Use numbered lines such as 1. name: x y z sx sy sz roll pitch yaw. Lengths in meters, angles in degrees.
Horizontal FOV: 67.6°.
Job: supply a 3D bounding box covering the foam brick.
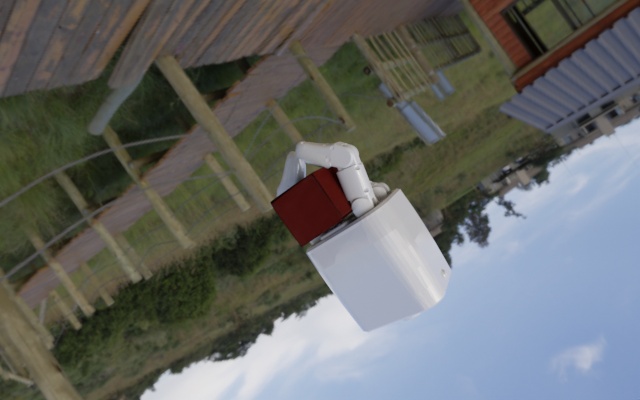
1. foam brick: 0.000 0.002 0.460 0.053 0.051 0.078 -34 -1 24
